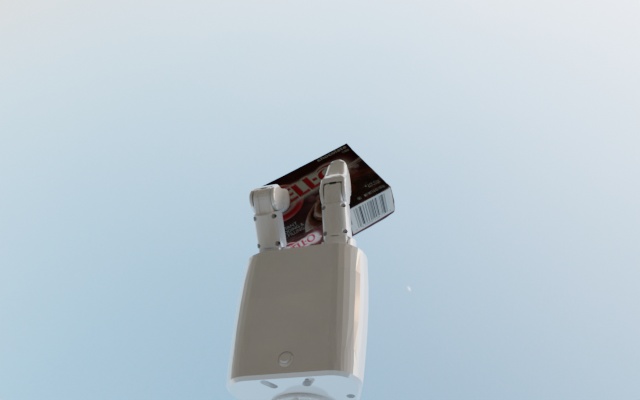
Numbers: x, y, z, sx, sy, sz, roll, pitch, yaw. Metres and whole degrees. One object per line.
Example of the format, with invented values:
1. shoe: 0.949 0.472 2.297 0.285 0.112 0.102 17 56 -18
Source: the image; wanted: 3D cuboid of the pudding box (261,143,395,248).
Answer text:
1. pudding box: 0.000 0.002 0.452 0.113 0.039 0.090 -26 41 -10
